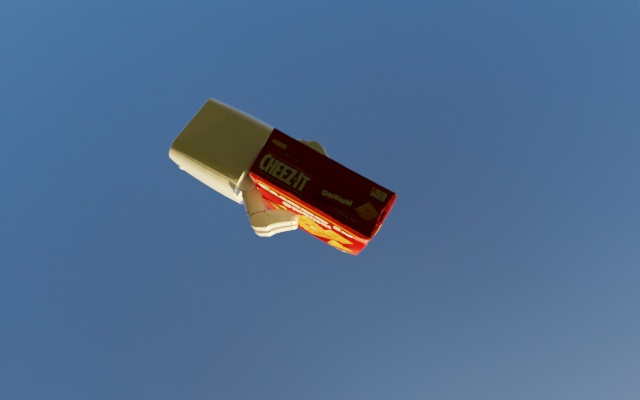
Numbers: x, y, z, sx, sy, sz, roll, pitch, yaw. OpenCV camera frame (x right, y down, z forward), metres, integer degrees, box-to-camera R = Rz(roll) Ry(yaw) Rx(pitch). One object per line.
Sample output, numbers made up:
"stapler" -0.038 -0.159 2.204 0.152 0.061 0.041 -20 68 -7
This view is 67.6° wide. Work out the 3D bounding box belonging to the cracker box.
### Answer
"cracker box" 0.000 0.002 0.643 0.164 0.072 0.214 29 -10 5
